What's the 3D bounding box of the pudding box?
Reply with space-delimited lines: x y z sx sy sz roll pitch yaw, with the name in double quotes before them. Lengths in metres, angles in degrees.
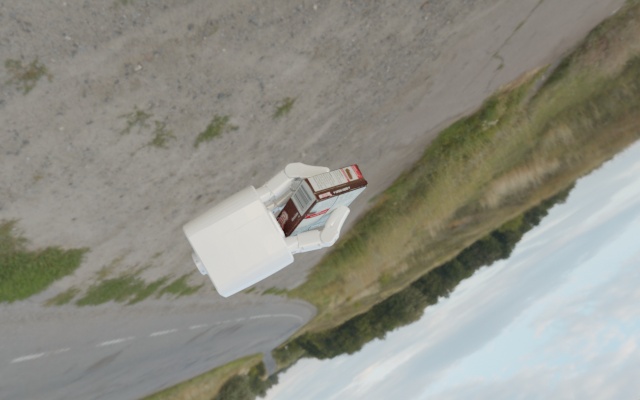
"pudding box" 0.000 0.002 0.653 0.090 0.039 0.113 -19 -18 -34
